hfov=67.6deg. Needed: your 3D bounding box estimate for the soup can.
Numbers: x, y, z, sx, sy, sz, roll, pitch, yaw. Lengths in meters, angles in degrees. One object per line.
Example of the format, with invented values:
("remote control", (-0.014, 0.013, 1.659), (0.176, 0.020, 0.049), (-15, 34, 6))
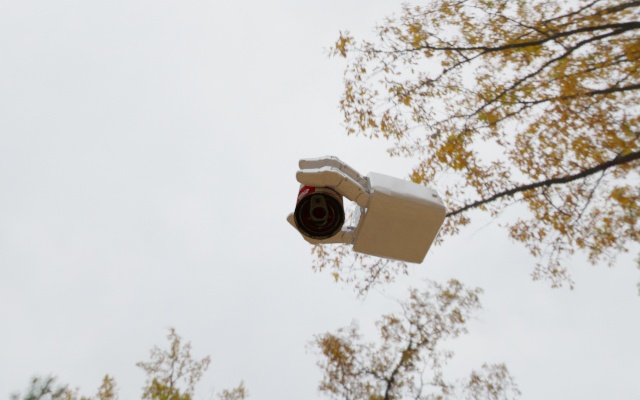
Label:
("soup can", (0.000, 0.002, 0.670), (0.068, 0.068, 0.102), (0, 22, 2))
